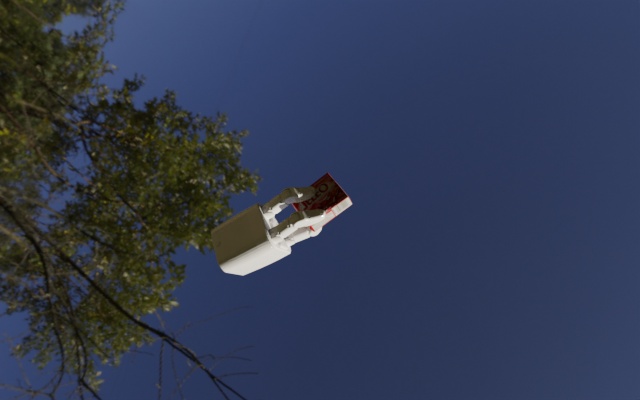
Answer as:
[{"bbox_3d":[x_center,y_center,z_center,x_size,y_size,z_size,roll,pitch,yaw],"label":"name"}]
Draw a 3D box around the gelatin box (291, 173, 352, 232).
[{"bbox_3d":[0.001,0.003,0.863,0.089,0.073,0.030,-36,-38,-3],"label":"gelatin box"}]
